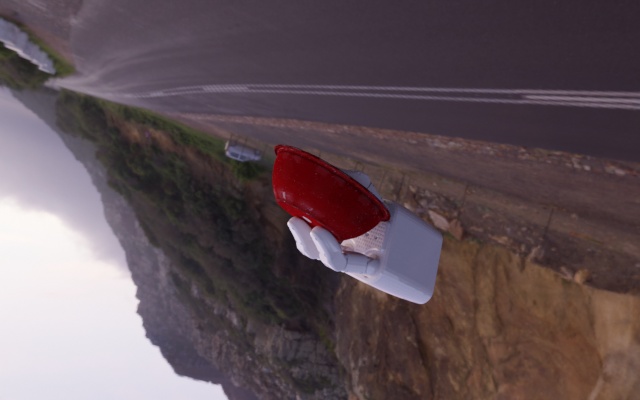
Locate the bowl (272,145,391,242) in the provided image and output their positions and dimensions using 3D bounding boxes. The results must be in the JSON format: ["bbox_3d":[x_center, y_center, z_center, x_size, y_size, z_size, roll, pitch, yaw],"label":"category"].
[{"bbox_3d":[-0.001,0.001,0.566,0.162,0.055,0.162,32,-10,6],"label":"bowl"}]
